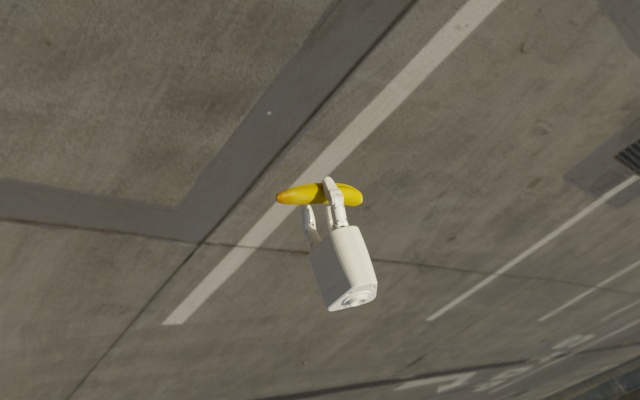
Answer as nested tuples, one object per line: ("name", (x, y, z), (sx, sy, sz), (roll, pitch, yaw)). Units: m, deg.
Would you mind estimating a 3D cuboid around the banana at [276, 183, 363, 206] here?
("banana", (0.014, -0.006, 0.877), (0.198, 0.037, 0.070), (6, -34, -41))
